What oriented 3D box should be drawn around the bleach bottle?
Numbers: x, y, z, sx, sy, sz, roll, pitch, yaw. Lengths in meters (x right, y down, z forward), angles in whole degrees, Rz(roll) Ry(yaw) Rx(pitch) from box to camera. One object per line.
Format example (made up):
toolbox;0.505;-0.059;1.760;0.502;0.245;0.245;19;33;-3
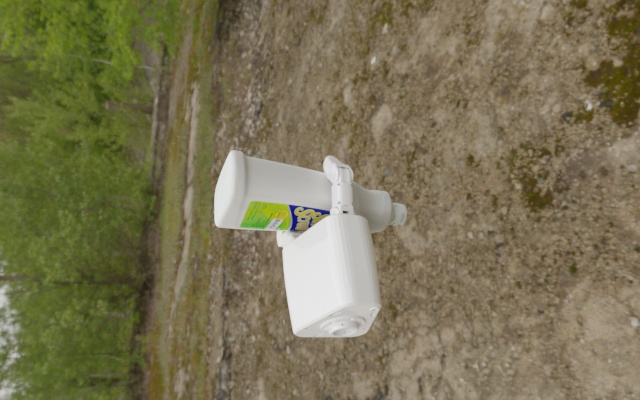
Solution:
bleach bottle;0.000;0.002;0.604;0.251;0.068;0.103;6;-33;-22
